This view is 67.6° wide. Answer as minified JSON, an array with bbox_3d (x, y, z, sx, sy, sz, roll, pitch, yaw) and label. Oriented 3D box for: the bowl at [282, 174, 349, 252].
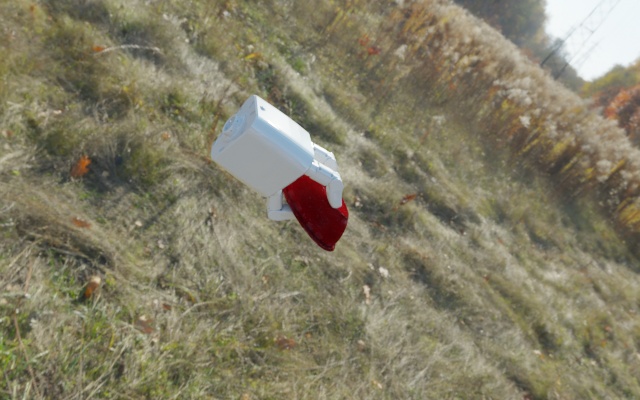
[{"bbox_3d":[0.001,0.003,0.797,0.055,0.162,0.162,-32,-8,13],"label":"bowl"}]
